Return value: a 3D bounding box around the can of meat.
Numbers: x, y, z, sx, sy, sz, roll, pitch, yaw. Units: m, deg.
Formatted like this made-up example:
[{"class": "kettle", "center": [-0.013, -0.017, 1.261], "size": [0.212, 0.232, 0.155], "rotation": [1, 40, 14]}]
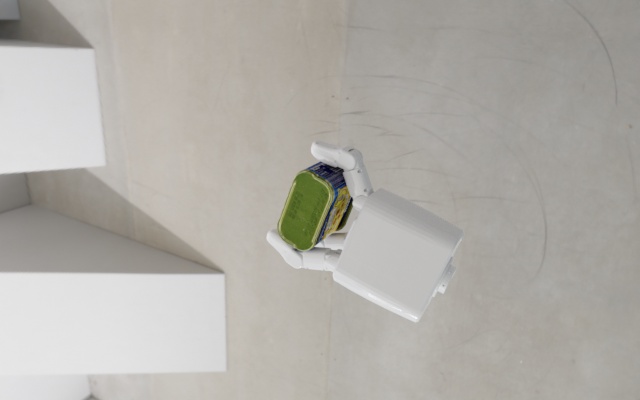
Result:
[{"class": "can of meat", "center": [0.000, 0.002, 0.566], "size": [0.057, 0.102, 0.084], "rotation": [30, 29, 17]}]
